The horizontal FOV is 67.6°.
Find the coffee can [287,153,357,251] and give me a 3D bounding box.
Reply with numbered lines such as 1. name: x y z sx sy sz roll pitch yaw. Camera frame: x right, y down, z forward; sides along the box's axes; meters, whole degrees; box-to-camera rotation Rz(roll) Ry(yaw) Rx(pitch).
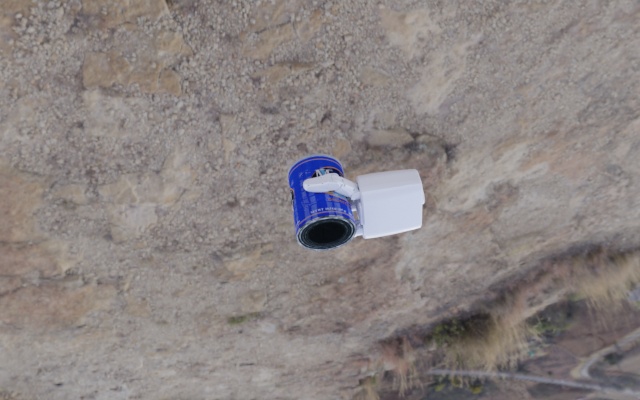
1. coffee can: 0.000 0.003 0.837 0.103 0.140 0.103 -7 -37 -5
